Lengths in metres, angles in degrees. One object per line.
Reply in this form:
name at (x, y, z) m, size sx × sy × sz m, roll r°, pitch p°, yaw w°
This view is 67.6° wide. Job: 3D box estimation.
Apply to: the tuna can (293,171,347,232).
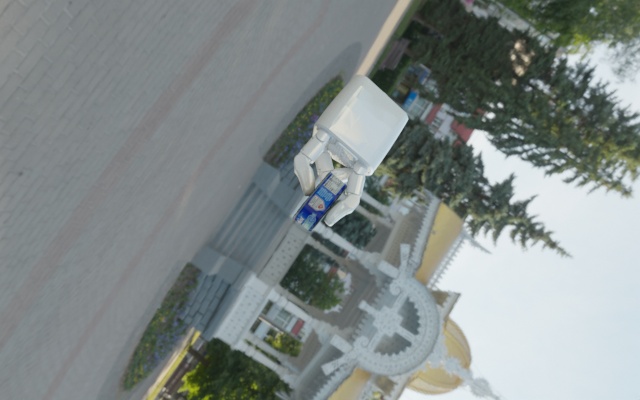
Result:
tuna can at (0.001, 0.003, 0.676) m, size 0.034 × 0.086 × 0.086 m, roll 39°, pitch 1°, yaw 1°
